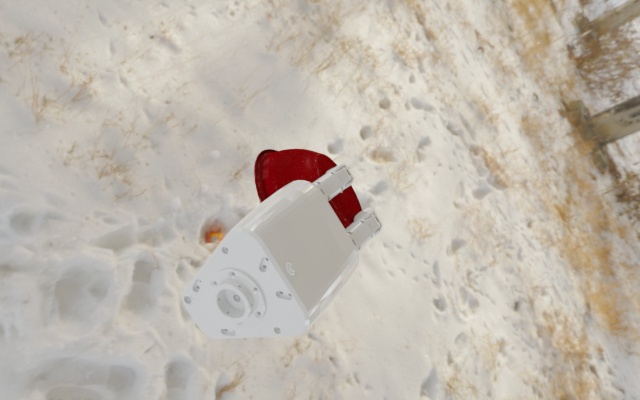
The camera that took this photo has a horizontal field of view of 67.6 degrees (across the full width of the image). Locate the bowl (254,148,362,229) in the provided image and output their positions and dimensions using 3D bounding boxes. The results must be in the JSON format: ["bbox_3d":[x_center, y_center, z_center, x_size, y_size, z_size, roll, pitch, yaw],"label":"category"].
[{"bbox_3d":[0.001,0.001,0.522,0.055,0.162,0.162,-30,-11,20],"label":"bowl"}]
